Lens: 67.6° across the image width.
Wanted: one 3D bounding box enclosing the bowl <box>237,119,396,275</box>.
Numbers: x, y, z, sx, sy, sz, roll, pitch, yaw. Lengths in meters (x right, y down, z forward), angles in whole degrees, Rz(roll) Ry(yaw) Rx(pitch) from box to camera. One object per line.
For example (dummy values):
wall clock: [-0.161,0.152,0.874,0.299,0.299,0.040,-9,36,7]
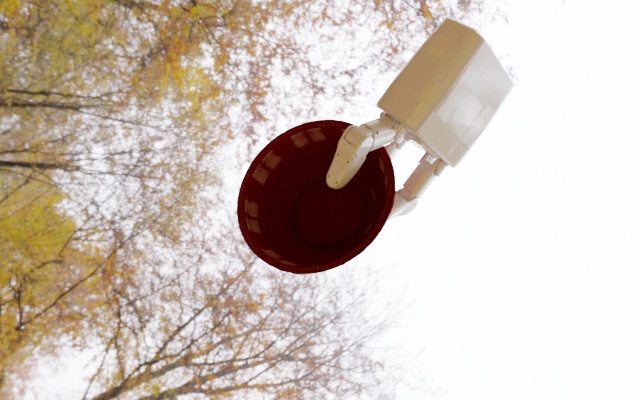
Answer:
bowl: [-0.001,0.002,0.479,0.162,0.162,0.055,0,-23,21]
